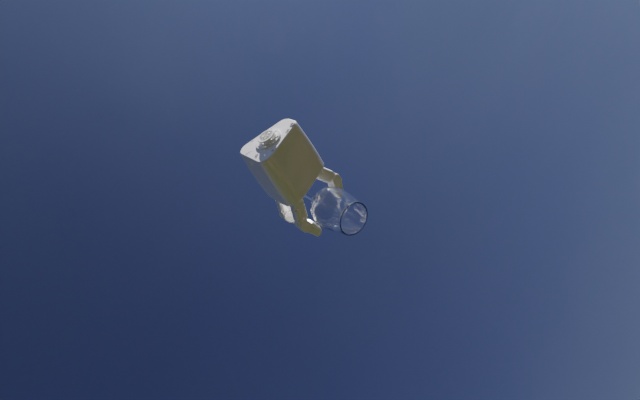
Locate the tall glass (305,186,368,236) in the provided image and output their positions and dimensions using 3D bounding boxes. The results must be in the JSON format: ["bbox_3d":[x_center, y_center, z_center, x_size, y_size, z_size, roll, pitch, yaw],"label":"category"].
[{"bbox_3d":[0.000,0.003,0.899,0.079,0.079,0.201,0,17,-38],"label":"tall glass"}]
